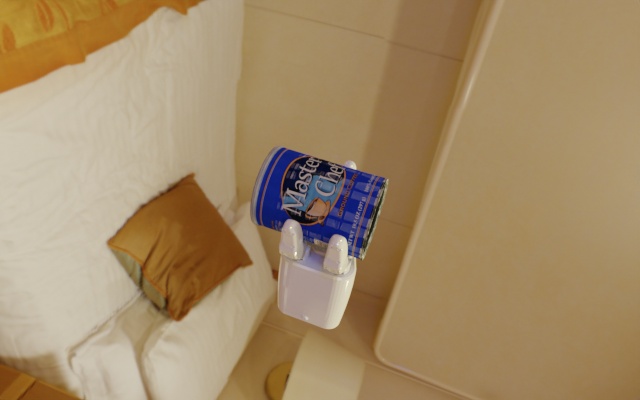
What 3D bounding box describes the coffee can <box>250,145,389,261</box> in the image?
[{"bbox_3d":[0.000,0.002,0.579,0.140,0.103,0.103,18,3,10],"label":"coffee can"}]
